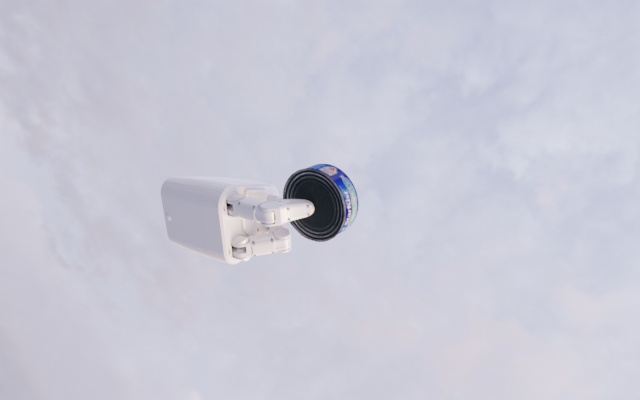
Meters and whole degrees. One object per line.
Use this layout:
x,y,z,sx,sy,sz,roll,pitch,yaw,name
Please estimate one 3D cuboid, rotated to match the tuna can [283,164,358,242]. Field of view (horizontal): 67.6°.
0.000,0.002,0.547,0.086,0.086,0.033,0,16,37,tuna can
